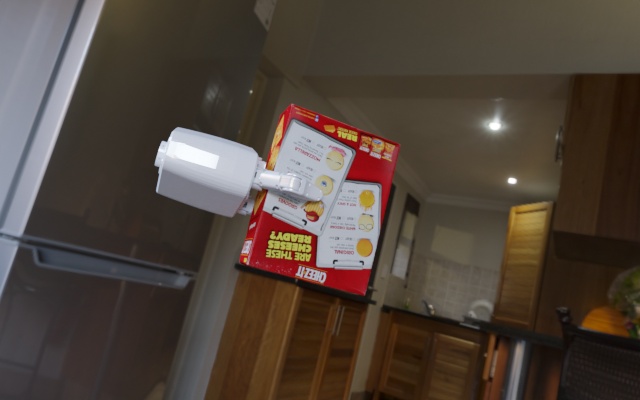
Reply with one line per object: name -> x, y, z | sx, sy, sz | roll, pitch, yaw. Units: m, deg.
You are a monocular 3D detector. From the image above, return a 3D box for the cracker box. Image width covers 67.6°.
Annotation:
cracker box -> 0.000, 0.002, 0.642 | 0.164, 0.213, 0.072 | 18, -10, -16
